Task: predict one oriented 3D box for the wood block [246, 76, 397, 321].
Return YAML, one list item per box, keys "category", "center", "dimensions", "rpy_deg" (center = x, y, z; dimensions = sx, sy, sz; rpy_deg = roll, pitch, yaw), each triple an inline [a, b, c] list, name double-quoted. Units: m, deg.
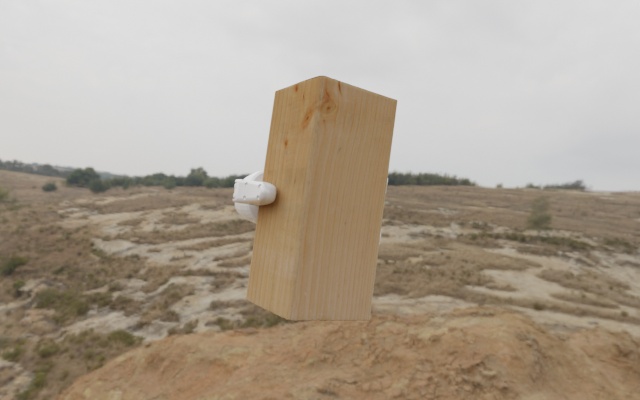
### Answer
- category: "wood block"
  center: [0.000, 0.001, 0.453]
  dimensions: [0.091, 0.206, 0.090]
  rpy_deg: [9, -3, -33]
